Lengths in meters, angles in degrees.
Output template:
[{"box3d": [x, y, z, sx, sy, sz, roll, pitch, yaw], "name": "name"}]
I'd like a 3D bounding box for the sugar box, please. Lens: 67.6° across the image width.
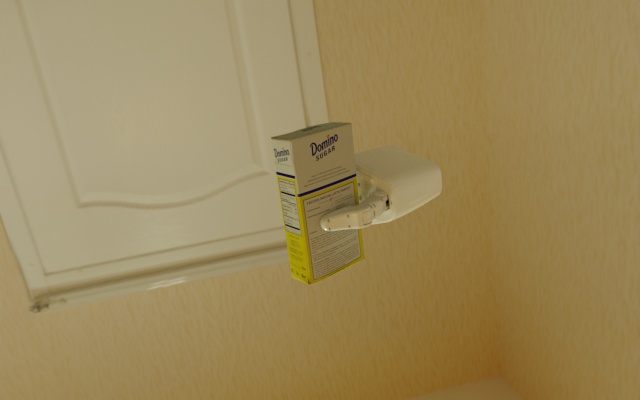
[{"box3d": [0.000, 0.002, 0.567, 0.093, 0.176, 0.048, -20, 21, -37], "name": "sugar box"}]
